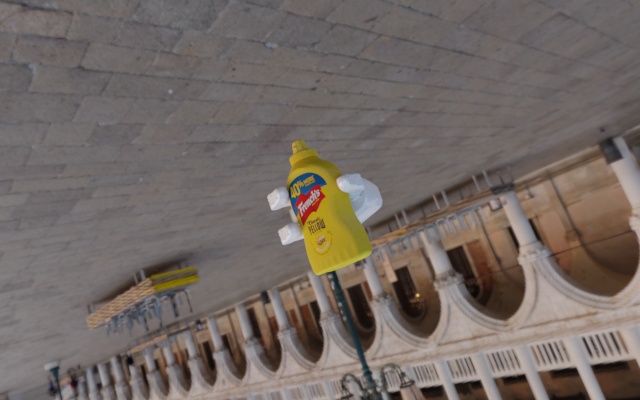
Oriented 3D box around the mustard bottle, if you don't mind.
[{"bbox_3d":[0.000,0.002,0.679,0.058,0.191,0.096,-9,-16,-45],"label":"mustard bottle"}]
